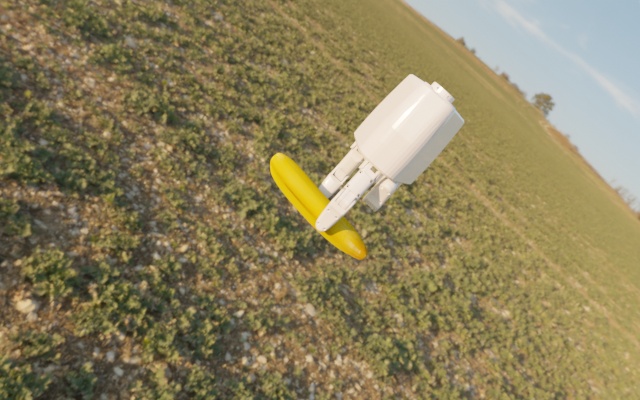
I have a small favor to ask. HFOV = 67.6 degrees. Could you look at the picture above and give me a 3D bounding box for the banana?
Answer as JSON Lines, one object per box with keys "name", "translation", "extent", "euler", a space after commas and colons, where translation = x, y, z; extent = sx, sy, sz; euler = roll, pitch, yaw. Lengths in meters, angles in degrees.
{"name": "banana", "translation": [-0.011, -0.002, 0.616], "extent": [0.197, 0.037, 0.069], "euler": [50, 18, 26]}
